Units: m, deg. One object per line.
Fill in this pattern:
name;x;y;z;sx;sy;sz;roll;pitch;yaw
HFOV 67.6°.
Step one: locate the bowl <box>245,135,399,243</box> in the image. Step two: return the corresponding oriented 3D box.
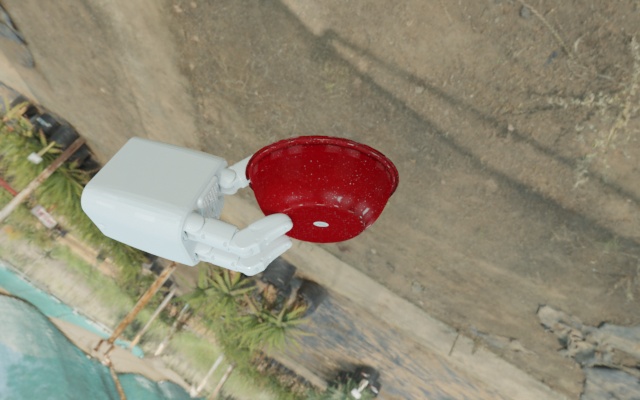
bowl;0.001;0.002;0.491;0.162;0.055;0.162;2;-28;1
